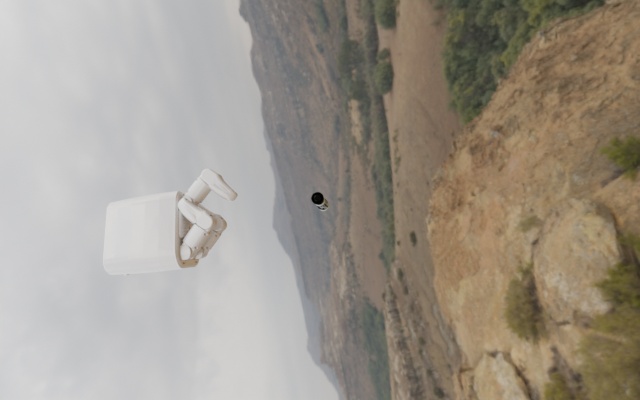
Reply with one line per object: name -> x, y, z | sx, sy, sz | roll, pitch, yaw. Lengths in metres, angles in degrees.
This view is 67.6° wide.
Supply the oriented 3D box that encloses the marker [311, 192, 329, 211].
marker -> 0.000, 0.002, 0.757 | 0.020, 0.020, 0.121 | 0, -6, 5
